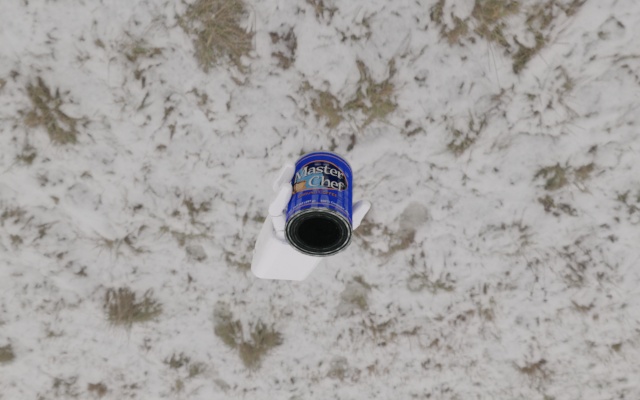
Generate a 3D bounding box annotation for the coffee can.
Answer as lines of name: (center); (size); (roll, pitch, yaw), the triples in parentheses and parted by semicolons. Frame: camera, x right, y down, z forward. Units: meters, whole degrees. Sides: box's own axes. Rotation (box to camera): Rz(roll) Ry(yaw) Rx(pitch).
coffee can: (0.000, 0.002, 0.746); (0.103, 0.103, 0.140); (0, 42, 3)
